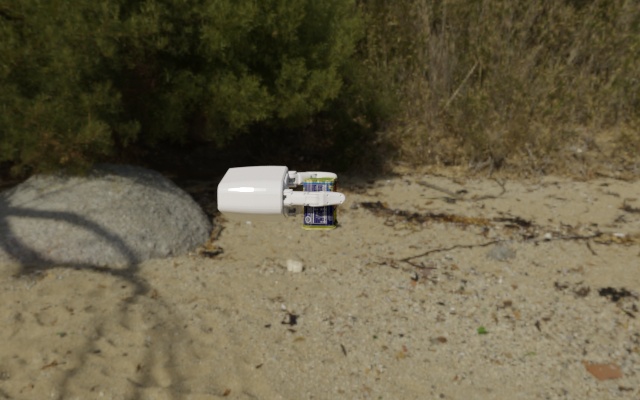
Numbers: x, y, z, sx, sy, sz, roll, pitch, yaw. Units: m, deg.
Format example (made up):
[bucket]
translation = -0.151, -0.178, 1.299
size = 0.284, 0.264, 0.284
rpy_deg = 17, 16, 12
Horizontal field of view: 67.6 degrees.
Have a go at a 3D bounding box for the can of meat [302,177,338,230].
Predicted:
[can of meat]
translation = 0.000, 0.002, 0.829
size = 0.057, 0.084, 0.102
rpy_deg = 0, 5, 6
